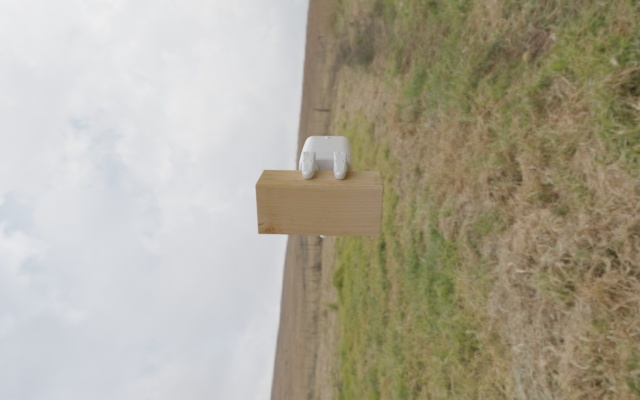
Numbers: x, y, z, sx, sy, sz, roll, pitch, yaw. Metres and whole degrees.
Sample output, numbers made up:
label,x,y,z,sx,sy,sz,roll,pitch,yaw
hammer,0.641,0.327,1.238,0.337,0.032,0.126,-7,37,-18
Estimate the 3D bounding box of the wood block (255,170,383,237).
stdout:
label,x,y,z,sx,sy,sz,roll,pitch,yaw
wood block,0.000,0.003,0.820,0.206,0.091,0.090,1,22,3
